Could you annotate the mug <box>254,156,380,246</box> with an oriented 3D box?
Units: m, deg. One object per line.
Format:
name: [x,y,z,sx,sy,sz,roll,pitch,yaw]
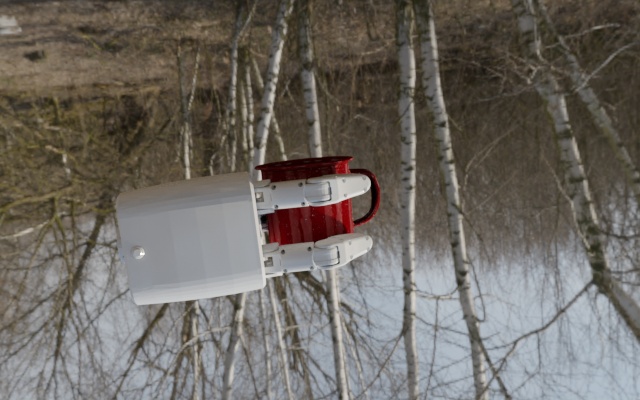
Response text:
mug: [0.001,0.002,0.457,0.117,0.081,0.093,-7,9,-10]
